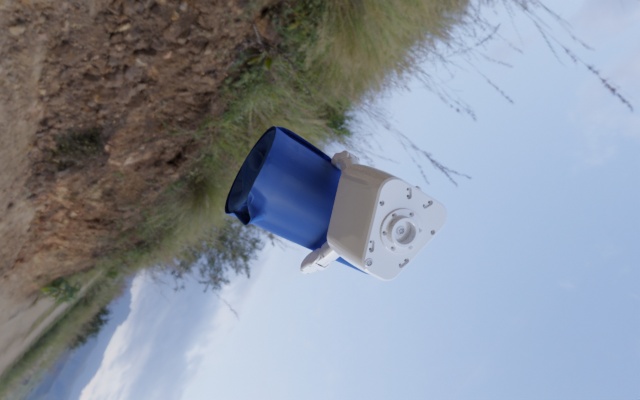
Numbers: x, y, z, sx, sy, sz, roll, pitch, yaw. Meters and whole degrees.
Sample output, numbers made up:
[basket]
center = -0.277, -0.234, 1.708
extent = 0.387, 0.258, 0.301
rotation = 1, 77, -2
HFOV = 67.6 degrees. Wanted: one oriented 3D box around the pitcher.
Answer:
[pitcher]
center = 0.000, 0.002, 0.683
extent = 0.243, 0.149, 0.145
rotation = 29, -3, -21
